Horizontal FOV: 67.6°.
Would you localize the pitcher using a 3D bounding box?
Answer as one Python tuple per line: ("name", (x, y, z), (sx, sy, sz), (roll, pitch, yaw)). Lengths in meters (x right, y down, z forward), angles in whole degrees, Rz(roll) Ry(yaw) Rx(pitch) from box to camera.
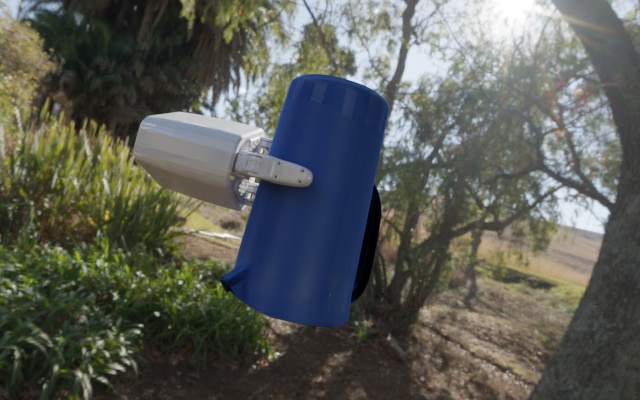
("pitcher", (0.000, 0.002, 0.512), (0.145, 0.243, 0.149), (15, 0, 6))
